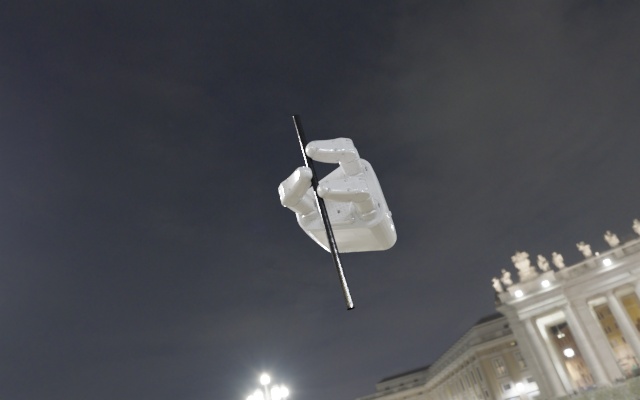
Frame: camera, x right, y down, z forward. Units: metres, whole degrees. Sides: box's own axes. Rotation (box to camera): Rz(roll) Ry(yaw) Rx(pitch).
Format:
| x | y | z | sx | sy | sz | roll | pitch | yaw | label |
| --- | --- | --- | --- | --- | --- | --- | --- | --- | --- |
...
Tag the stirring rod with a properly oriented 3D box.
| x | y | z | sx | sy | sz | roll | pitch | yaw | label |
| --- | --- | --- | --- | --- | --- | --- | --- | --- | --- |
| 0.000 | 0.002 | 0.514 | 0.011 | 0.239 | 0.011 | -12 | -28 | -7 | stirring rod |
